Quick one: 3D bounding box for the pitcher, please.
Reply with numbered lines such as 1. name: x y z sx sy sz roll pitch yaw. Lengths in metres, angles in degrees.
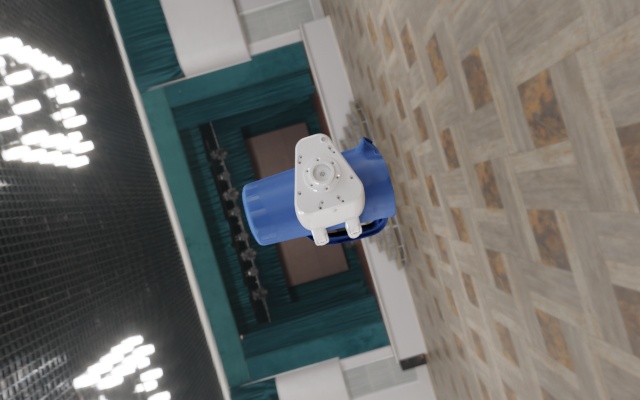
1. pitcher: 0.000 0.003 0.815 0.243 0.149 0.145 -16 -11 -1
